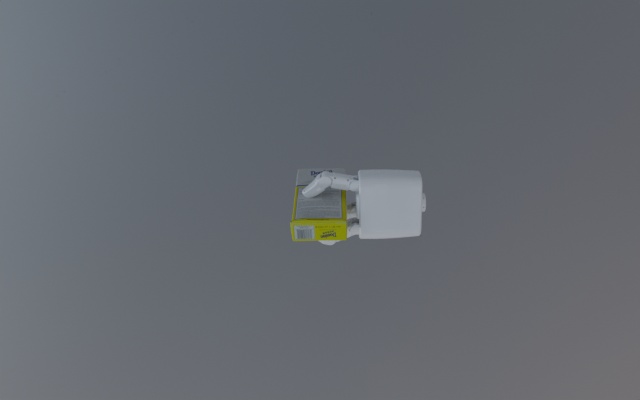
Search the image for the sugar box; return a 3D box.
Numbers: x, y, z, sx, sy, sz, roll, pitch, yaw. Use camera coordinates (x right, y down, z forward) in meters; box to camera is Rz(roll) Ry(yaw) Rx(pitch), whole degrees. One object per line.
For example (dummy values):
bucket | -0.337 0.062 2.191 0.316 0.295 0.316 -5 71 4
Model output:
sugar box | 0.000 0.003 0.850 0.093 0.048 0.176 0 31 3
